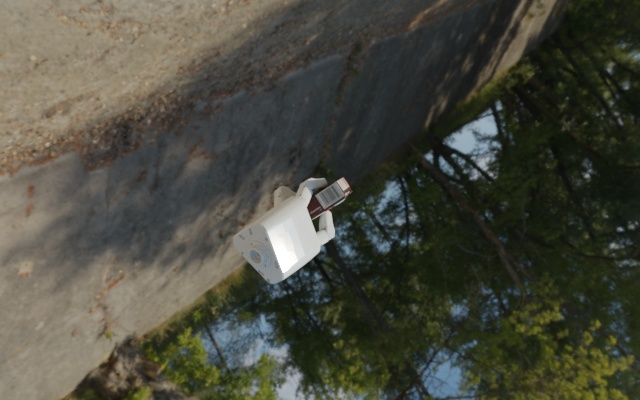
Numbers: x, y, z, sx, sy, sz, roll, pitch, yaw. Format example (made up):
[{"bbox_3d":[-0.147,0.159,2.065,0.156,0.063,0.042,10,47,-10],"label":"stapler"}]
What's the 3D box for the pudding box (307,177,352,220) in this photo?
[{"bbox_3d":[0.000,0.003,0.898,0.113,0.039,0.090,-31,2,14],"label":"pudding box"}]
